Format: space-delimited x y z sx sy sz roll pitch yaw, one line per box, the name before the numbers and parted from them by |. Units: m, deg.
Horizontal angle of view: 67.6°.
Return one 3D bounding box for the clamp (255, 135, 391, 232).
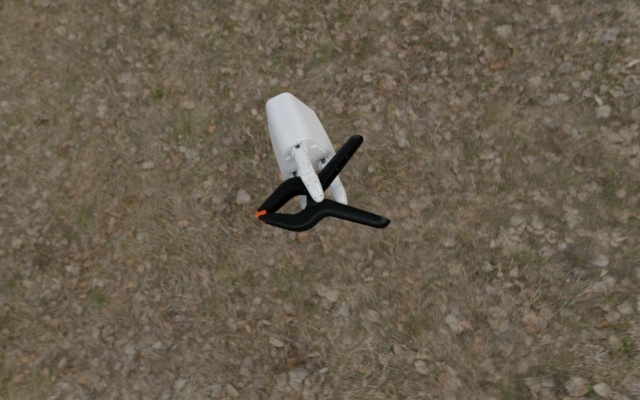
clamp | -0.001 0.002 0.757 0.210 0.164 0.036 -25 -26 6
